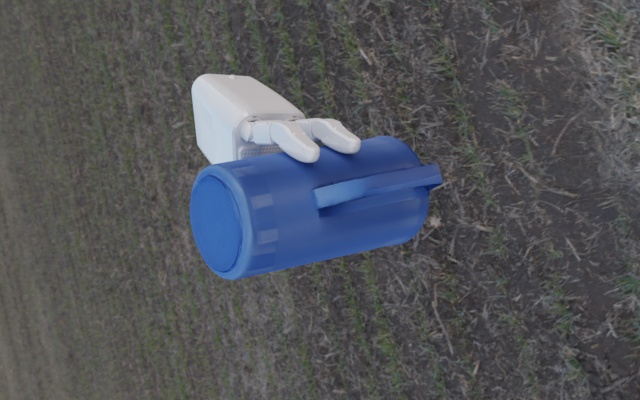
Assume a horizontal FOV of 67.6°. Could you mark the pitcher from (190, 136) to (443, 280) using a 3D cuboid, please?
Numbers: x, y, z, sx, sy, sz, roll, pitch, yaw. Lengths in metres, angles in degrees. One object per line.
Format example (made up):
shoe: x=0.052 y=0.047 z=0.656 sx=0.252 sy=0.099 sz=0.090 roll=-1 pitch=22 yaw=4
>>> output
pitcher: x=0.000 y=0.002 z=0.501 sx=0.243 sy=0.149 sz=0.145 roll=-11 pitch=42 yaw=-41
